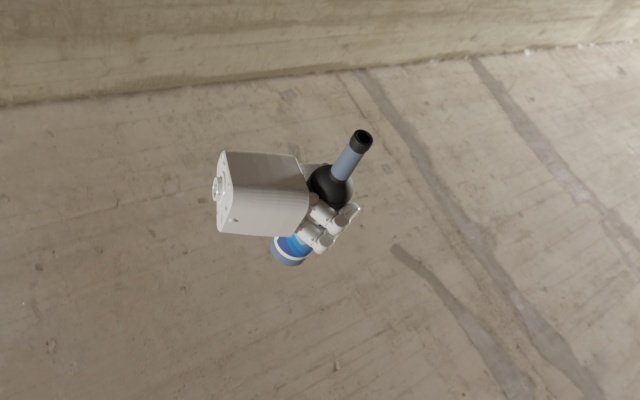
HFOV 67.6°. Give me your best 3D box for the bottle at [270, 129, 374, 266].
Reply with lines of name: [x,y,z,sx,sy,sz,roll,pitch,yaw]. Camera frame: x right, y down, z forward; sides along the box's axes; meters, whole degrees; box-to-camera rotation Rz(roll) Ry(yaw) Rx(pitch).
bottle: [0.000,0.002,0.700,0.069,0.069,0.296,0,-33,-26]
